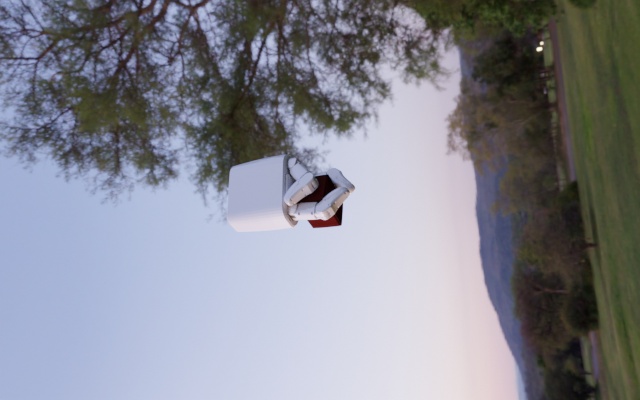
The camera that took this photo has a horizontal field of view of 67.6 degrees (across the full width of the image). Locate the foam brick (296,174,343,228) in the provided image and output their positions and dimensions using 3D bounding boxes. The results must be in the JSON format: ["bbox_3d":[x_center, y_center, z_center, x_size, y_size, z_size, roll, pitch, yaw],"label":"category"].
[{"bbox_3d":[0.000,0.003,0.780,0.051,0.053,0.078,-9,-39,21],"label":"foam brick"}]
